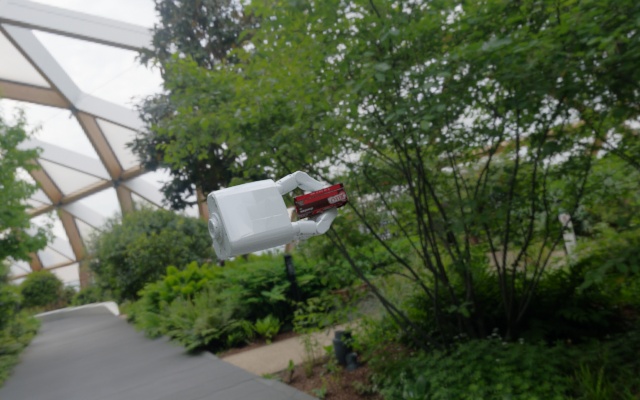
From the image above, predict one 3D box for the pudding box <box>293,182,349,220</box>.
[{"bbox_3d":[0.000,0.003,0.847,0.090,0.039,0.113,-16,-3,-2],"label":"pudding box"}]
